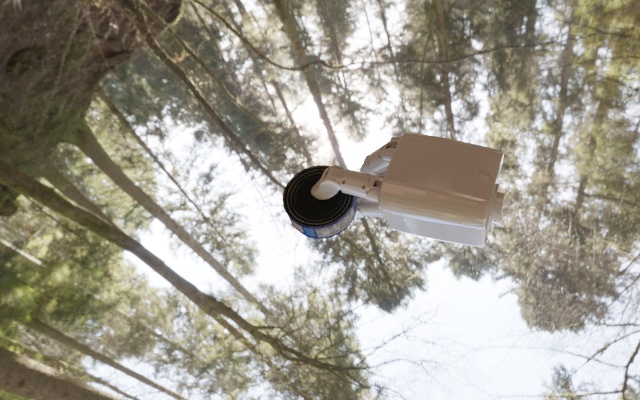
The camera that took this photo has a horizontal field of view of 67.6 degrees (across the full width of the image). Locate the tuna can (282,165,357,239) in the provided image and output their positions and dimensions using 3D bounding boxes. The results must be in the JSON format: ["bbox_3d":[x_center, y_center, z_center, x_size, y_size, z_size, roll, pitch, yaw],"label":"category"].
[{"bbox_3d":[0.000,0.002,0.569,0.086,0.086,0.034,0,-31,12],"label":"tuna can"}]
